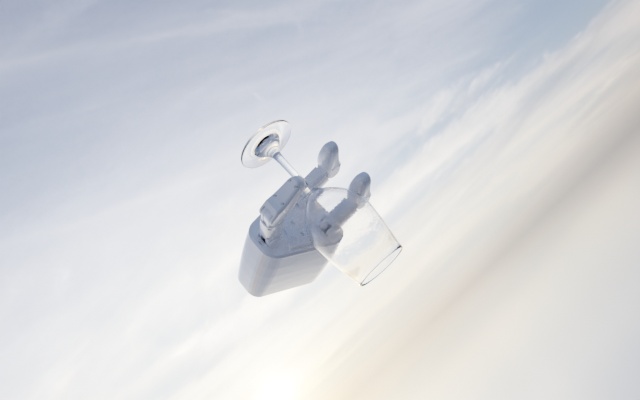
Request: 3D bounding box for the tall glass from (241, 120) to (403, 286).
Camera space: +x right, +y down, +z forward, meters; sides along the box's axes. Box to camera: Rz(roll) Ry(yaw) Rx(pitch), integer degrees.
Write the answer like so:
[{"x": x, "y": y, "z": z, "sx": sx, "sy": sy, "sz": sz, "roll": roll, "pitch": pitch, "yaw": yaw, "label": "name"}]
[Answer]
[{"x": 0.000, "y": 0.001, "z": 0.535, "sx": 0.201, "sy": 0.079, "sz": 0.079, "roll": 46, "pitch": 19, "yaw": 19, "label": "tall glass"}]
